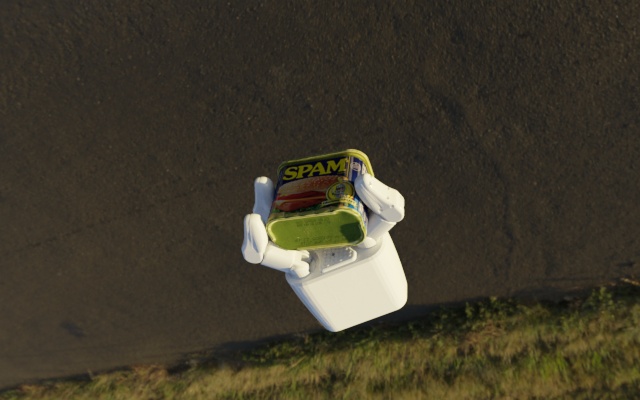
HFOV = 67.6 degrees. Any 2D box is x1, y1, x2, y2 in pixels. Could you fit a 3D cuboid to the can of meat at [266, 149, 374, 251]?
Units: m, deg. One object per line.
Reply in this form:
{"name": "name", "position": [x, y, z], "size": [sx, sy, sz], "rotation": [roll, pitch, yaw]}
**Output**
{"name": "can of meat", "position": [0.000, 0.002, 0.485], "size": [0.102, 0.083, 0.057], "rotation": [-8, -46, 18]}
